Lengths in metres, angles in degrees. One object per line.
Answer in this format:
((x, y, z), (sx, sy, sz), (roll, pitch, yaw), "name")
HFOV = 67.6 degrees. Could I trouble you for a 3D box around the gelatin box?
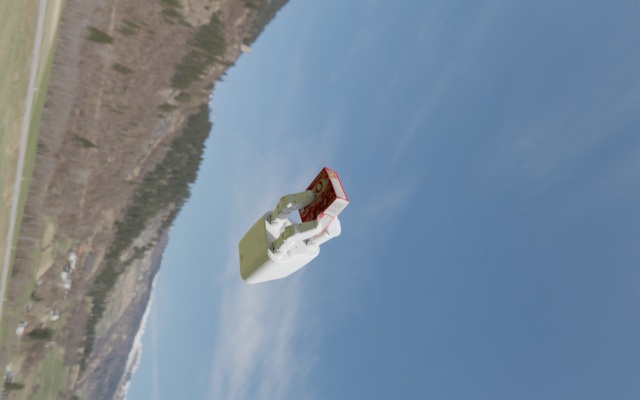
((0.001, 0.002, 0.774), (0.030, 0.073, 0.089), (19, -54, -35), "gelatin box")
